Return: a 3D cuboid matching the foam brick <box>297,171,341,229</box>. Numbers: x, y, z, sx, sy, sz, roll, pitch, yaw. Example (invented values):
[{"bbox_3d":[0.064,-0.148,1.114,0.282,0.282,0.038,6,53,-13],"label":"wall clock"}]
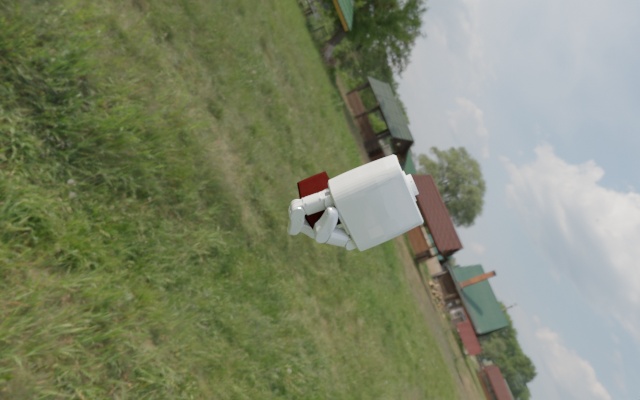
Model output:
[{"bbox_3d":[0.000,0.002,0.752,0.051,0.053,0.078,-24,40,10],"label":"foam brick"}]
